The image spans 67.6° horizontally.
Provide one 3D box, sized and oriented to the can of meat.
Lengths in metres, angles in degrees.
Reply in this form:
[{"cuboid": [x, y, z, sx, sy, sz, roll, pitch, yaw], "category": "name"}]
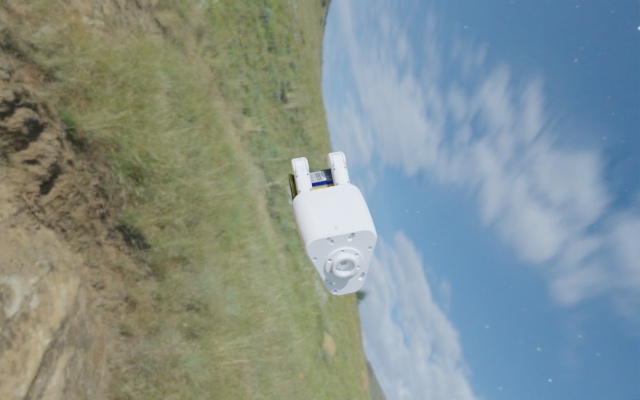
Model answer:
[{"cuboid": [0.000, 0.002, 0.732, 0.084, 0.102, 0.057, -10, 31, -5], "category": "can of meat"}]
